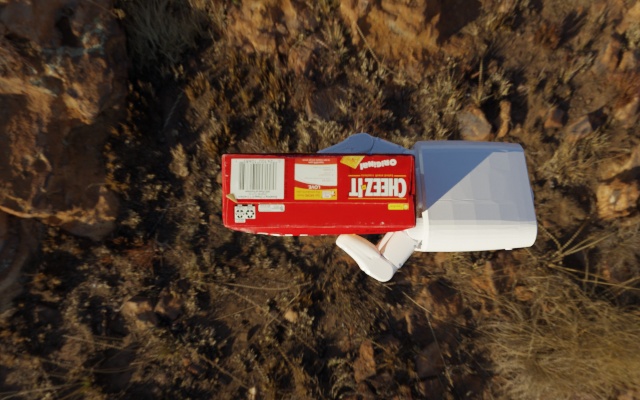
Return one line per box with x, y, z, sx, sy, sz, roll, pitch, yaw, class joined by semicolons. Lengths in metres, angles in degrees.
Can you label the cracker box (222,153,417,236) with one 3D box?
0.000;0.001;0.500;0.164;0.072;0.214;0;-5;1;cracker box
